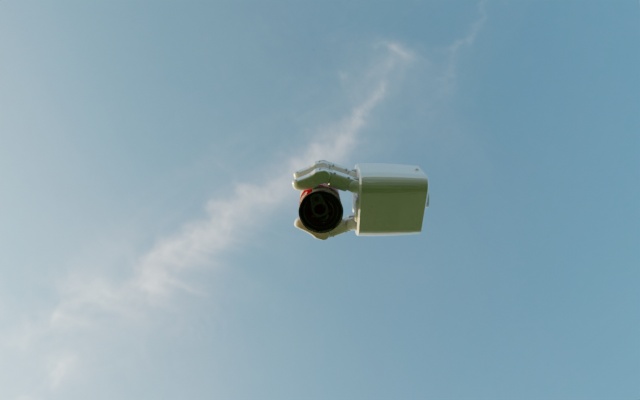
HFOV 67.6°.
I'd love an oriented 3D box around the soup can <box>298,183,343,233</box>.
[{"bbox_3d":[0.000,0.003,0.764,0.068,0.068,0.102,0,18,-1],"label":"soup can"}]
